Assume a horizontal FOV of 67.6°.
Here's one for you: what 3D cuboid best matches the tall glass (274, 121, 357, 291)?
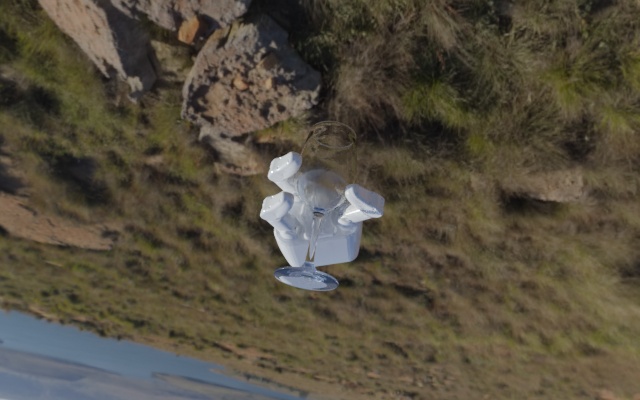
[{"bbox_3d":[0.000,0.002,0.580,0.079,0.201,0.079,9,-26,4],"label":"tall glass"}]
